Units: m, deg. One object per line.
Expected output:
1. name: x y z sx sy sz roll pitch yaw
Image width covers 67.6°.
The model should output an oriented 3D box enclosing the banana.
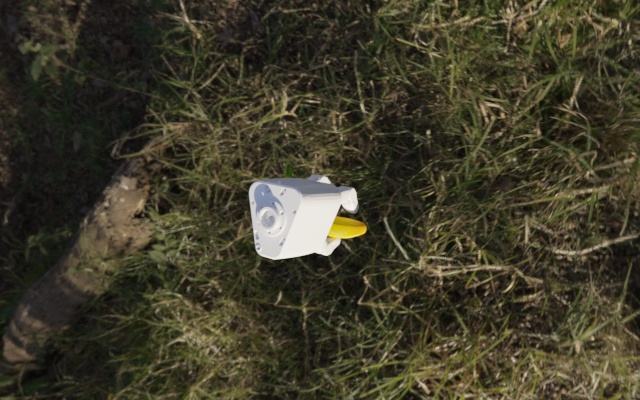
1. banana: -0.012 0.016 0.818 0.197 0.070 0.037 39 16 26
